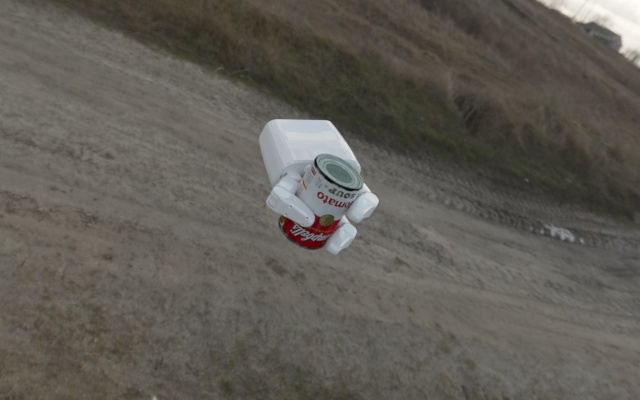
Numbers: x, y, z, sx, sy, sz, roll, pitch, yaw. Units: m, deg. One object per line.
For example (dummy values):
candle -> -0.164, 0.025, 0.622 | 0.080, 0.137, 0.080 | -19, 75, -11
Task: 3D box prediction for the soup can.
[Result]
soup can -> 0.000, 0.002, 0.585 | 0.068, 0.102, 0.068 | 24, 31, -15
